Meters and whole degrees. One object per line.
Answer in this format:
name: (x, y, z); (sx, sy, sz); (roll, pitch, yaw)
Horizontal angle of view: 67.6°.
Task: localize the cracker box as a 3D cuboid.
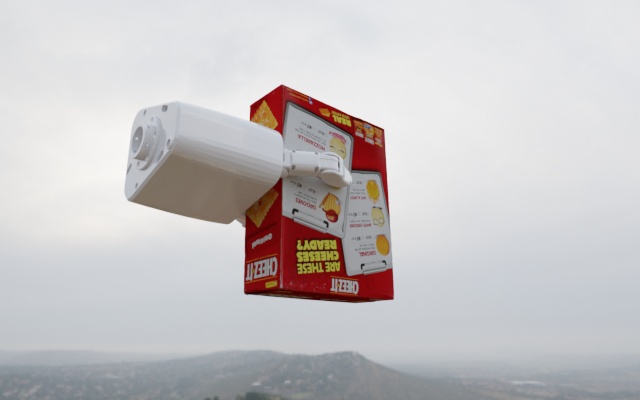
cracker box: (0.000, 0.002, 0.534); (0.164, 0.213, 0.072); (15, -23, -40)
